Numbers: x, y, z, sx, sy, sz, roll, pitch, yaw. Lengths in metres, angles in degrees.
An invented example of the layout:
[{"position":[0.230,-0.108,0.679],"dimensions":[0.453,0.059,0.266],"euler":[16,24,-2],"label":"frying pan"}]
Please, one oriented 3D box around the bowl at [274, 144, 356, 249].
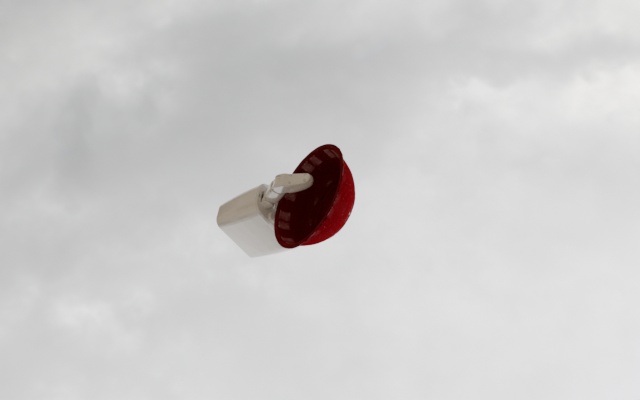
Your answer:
[{"position":[0.001,0.002,0.684],"dimensions":[0.055,0.162,0.162],"euler":[27,-13,-28],"label":"bowl"}]
